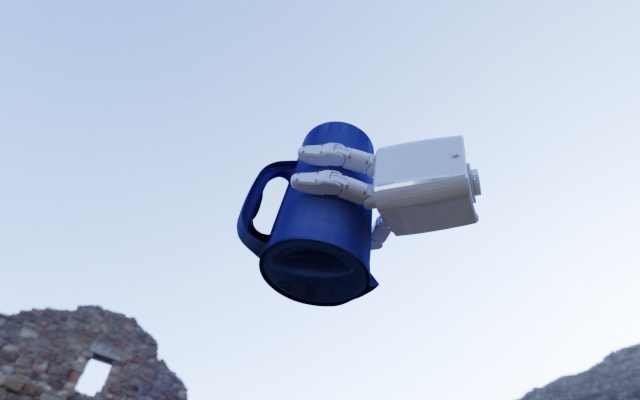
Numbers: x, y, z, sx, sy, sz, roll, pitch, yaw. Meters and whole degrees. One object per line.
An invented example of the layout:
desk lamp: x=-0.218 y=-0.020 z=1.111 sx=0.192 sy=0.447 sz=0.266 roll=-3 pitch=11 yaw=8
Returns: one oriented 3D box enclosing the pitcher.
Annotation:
pitcher: x=0.000 y=0.002 z=0.631 sx=0.145 sy=0.242 sz=0.149 roll=-9 pitch=-47 yaw=21
